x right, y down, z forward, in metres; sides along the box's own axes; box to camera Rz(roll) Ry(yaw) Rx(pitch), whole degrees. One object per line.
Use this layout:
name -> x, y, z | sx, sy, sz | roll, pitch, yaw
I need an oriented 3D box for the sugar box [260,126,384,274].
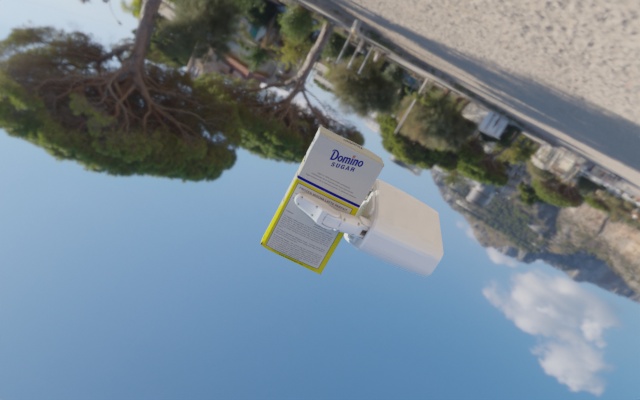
sugar box -> 0.000, 0.002, 0.627 | 0.093, 0.176, 0.048 | 26, 18, -9
